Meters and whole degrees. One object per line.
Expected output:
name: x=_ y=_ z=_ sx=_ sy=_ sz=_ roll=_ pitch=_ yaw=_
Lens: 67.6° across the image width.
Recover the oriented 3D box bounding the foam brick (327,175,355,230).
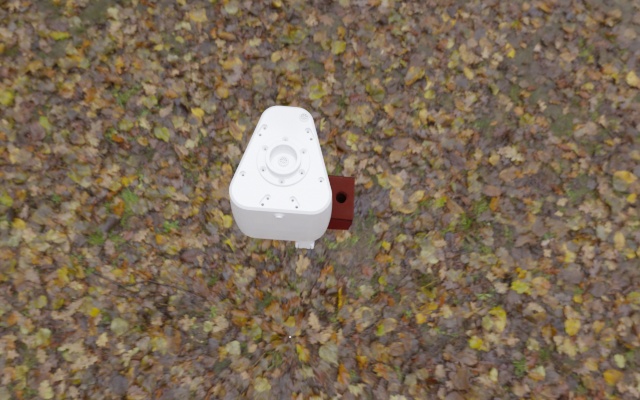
foam brick: x=0.000 y=0.002 z=0.561 sx=0.078 sy=0.053 sz=0.051 roll=4 pitch=-17 yaw=-2
